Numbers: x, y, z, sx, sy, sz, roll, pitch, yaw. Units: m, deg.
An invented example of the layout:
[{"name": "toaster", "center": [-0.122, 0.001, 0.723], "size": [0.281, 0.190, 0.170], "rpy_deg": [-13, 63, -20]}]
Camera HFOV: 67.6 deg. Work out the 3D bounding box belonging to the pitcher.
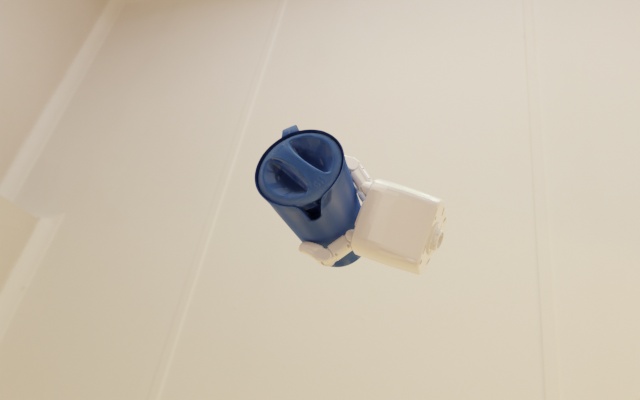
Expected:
[{"name": "pitcher", "center": [0.000, 0.003, 0.765], "size": [0.145, 0.149, 0.243], "rpy_deg": [18, -24, 28]}]
